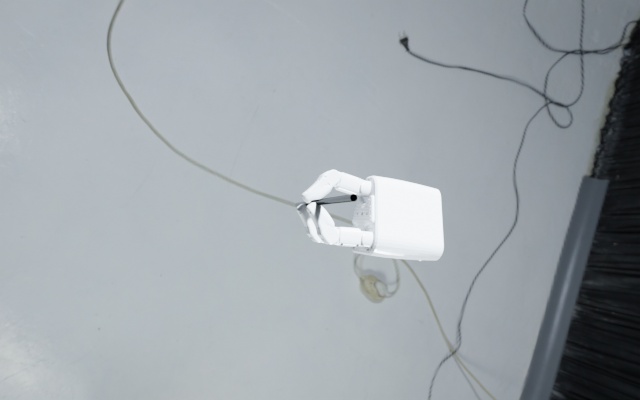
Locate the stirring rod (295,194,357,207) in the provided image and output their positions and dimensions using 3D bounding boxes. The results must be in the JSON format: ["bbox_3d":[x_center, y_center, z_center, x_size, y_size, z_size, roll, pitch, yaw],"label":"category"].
[{"bbox_3d":[0.000,0.002,0.609,0.011,0.011,0.239,0,-2,-17],"label":"stirring rod"}]
